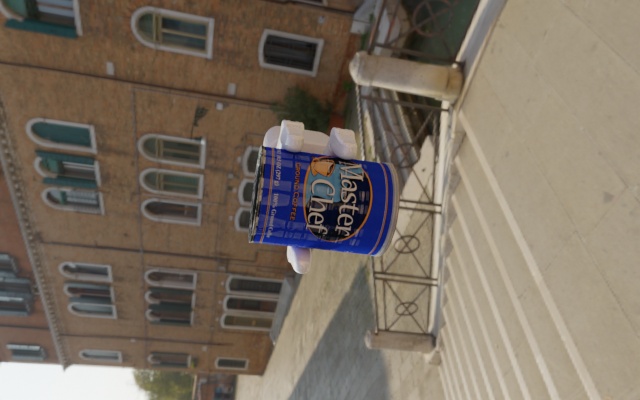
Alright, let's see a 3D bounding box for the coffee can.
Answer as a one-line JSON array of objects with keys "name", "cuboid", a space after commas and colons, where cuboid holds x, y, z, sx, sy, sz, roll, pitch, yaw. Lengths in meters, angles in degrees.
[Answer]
[{"name": "coffee can", "cuboid": [0.000, 0.002, 0.508, 0.140, 0.103, 0.103, 7, -1, -11]}]
